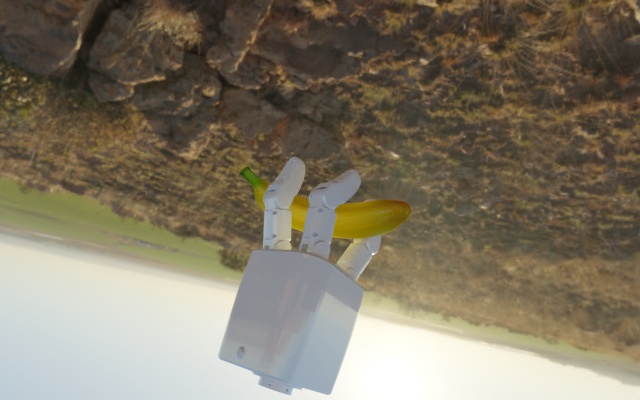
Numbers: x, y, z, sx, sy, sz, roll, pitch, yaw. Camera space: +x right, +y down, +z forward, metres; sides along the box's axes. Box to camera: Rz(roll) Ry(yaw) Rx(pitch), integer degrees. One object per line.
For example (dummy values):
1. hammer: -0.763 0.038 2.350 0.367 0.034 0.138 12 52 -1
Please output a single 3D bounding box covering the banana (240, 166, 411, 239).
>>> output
1. banana: 0.002 0.011 0.502 0.198 0.037 0.070 12 -29 27
